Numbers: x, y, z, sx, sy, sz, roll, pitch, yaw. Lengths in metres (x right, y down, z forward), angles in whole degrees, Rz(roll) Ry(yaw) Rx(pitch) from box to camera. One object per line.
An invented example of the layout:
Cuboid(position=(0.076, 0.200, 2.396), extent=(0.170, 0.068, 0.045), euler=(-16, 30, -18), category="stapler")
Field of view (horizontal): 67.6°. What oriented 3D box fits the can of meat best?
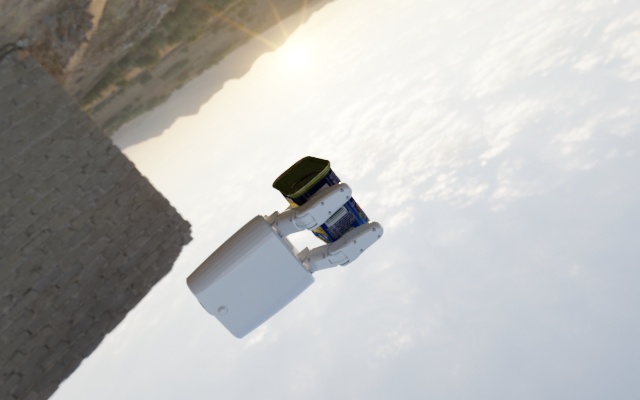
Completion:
Cuboid(position=(0.000, 0.002, 0.534), extent=(0.057, 0.084, 0.102), euler=(-41, 19, -9), category="can of meat")
